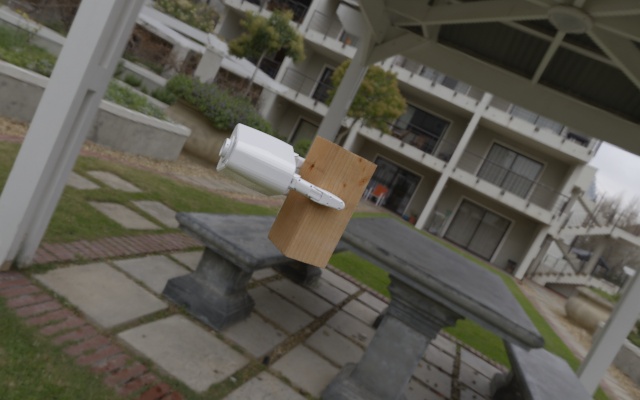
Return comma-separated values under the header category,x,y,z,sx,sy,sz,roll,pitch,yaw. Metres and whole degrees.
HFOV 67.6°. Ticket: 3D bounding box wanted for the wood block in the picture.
category,x,y,z,sx,sy,sz,roll,pitch,yaw
wood block,0.000,0.003,0.848,0.090,0.206,0.090,22,8,-33
